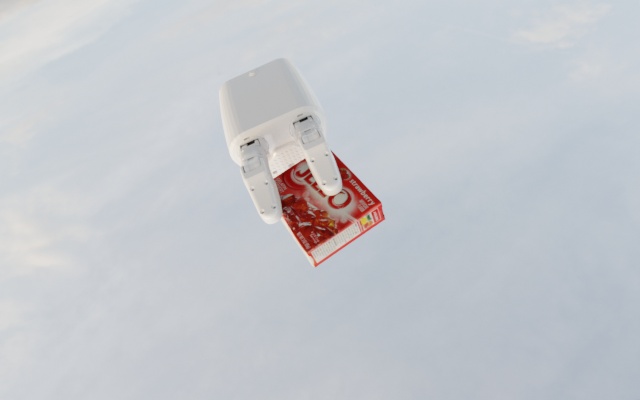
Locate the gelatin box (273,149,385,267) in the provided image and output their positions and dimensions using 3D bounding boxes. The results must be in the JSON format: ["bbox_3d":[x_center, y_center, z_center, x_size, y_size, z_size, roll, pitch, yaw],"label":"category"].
[{"bbox_3d":[0.000,0.002,0.410,0.073,0.089,0.030,-33,-37,-7],"label":"gelatin box"}]
